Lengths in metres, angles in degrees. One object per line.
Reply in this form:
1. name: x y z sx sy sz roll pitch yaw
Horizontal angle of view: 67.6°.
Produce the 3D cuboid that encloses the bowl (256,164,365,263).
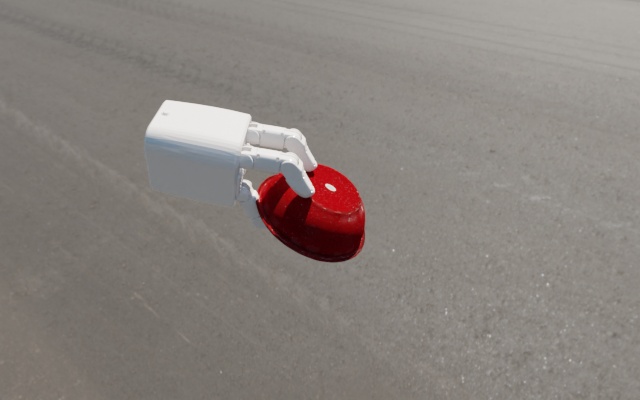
1. bowl: 0.001 0.002 0.627 0.162 0.162 0.055 0 -44 -37
